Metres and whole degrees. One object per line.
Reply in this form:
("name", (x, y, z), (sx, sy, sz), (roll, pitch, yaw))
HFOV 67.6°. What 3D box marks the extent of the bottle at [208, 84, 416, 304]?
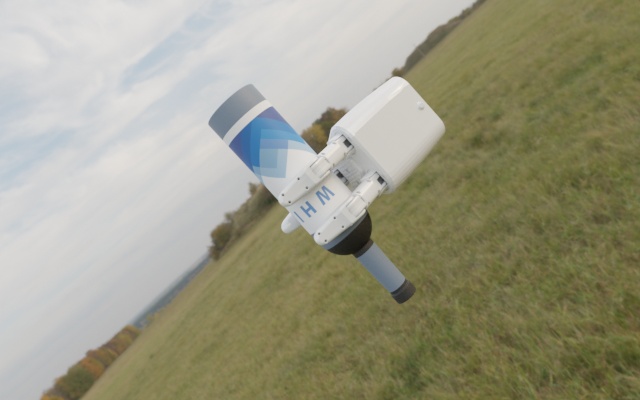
("bottle", (0.000, 0.002, 0.538), (0.069, 0.296, 0.069), (-42, 4, 4))
